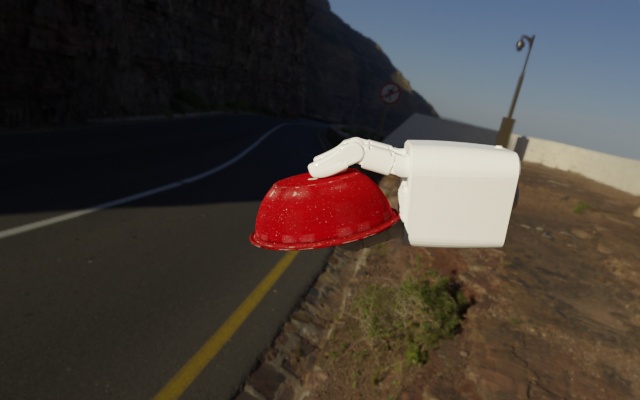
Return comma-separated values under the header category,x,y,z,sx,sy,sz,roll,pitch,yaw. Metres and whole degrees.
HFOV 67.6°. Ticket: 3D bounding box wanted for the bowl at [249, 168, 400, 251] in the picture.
category,x,y,z,sx,sy,sz,roll,pitch,yaw
bowl,-0.001,0.001,0.505,0.162,0.055,0.162,-9,11,2
